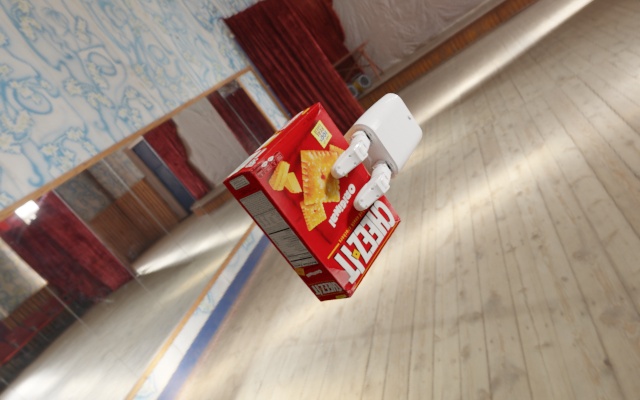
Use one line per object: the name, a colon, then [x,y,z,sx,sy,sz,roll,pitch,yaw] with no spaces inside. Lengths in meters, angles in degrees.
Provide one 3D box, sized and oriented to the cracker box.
cracker box: [0.000,0.002,0.645,0.072,0.214,0.164,-19,24,49]
